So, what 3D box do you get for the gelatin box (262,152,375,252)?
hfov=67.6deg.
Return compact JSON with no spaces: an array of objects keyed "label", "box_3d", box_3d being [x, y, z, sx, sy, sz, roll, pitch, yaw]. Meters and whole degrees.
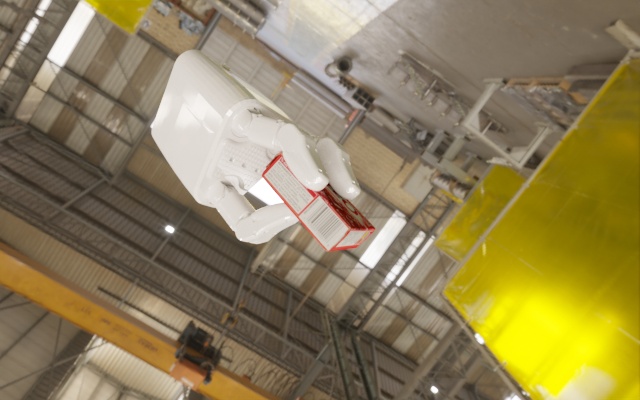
[{"label":"gelatin box","box_3d":[0.000,0.002,0.408,0.030,0.089,0.073,-46,-18,13]}]
